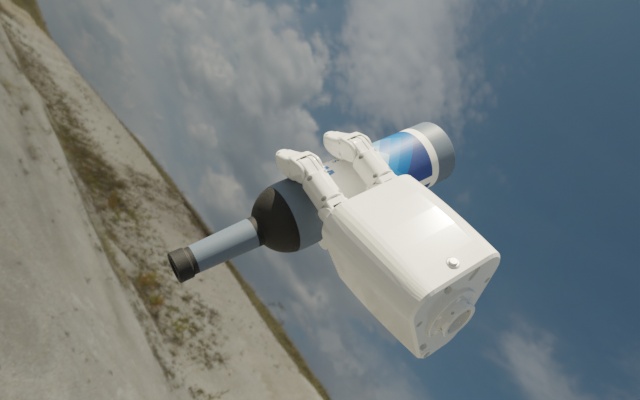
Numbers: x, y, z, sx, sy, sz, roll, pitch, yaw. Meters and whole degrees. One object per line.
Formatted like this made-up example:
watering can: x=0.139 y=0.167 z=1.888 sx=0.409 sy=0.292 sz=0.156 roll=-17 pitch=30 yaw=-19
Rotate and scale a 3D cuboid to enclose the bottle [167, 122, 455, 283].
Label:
bottle: x=0.000 y=0.001 z=0.457 sx=0.295 sy=0.069 sz=0.069 roll=-24 pitch=11 yaw=-25
